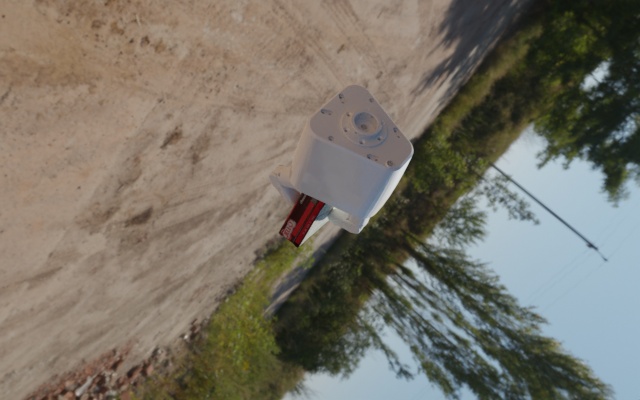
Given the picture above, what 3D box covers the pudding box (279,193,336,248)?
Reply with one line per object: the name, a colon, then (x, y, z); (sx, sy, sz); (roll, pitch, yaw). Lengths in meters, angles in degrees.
pudding box: (0.000, 0.002, 0.645); (0.039, 0.090, 0.113); (39, 33, 10)
